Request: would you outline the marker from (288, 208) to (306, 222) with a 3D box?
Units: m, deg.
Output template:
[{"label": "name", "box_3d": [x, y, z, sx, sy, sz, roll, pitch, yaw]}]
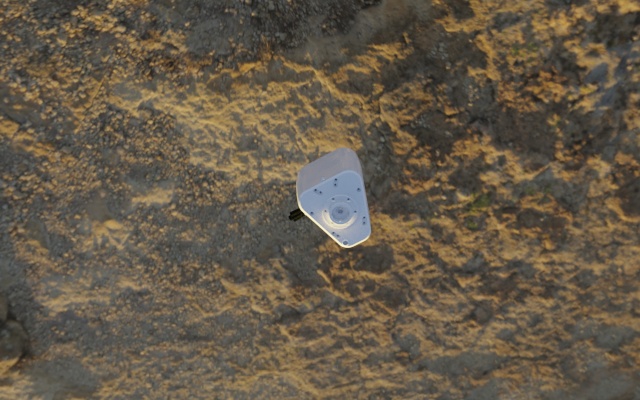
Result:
[{"label": "marker", "box_3d": [0.000, 0.003, 0.797, 0.121, 0.020, 0.020, -28, -5, 9]}]
